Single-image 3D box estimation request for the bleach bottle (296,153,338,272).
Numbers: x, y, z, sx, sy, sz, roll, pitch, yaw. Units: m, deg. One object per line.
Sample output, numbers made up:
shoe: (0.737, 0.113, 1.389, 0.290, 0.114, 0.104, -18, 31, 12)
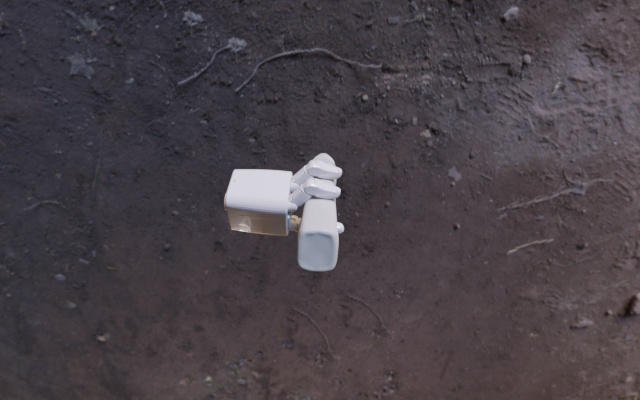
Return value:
bleach bottle: (0.000, 0.003, 0.865, 0.068, 0.103, 0.250, 4, 39, 0)
